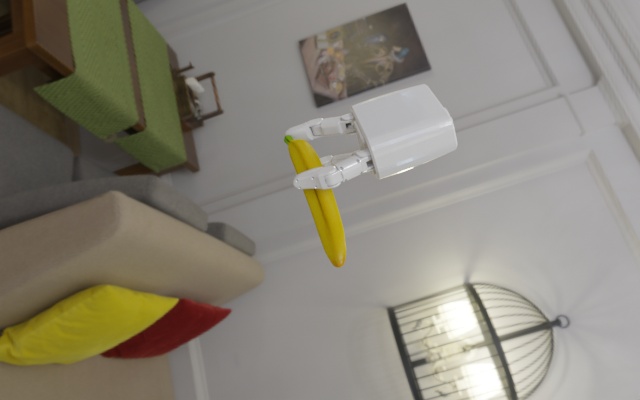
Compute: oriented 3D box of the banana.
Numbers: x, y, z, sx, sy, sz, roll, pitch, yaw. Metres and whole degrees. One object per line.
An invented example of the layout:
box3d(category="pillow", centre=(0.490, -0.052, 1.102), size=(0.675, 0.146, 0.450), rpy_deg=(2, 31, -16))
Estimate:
box3d(category="banana", centre=(0.000, -0.001, 0.637), size=(0.037, 0.198, 0.069), rpy_deg=(-20, 2, -2))
